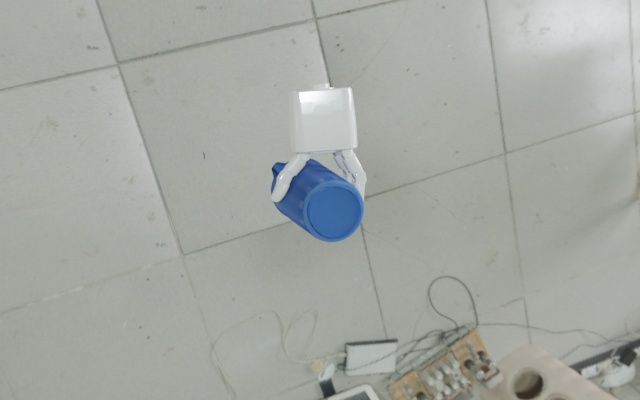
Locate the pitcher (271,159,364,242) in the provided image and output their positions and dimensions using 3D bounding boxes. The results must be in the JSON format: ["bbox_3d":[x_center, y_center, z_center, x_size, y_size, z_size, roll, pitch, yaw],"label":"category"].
[{"bbox_3d":[0.000,0.003,0.899,0.149,0.145,0.242,-5,13,-15],"label":"pitcher"}]
